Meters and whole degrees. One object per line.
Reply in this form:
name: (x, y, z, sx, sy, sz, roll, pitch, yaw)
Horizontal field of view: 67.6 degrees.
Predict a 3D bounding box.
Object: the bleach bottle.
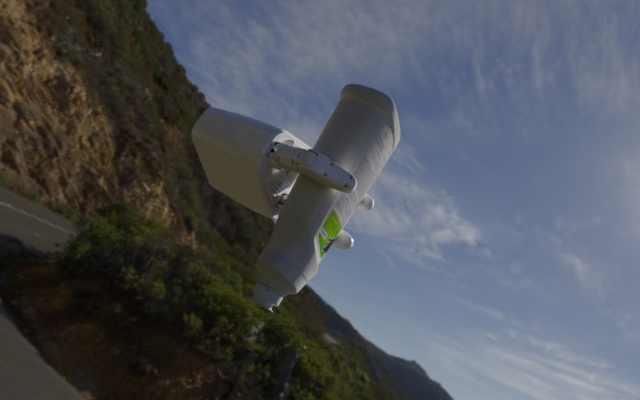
bleach bottle: (0.000, 0.002, 0.517, 0.068, 0.250, 0.103, 24, -18, 26)
